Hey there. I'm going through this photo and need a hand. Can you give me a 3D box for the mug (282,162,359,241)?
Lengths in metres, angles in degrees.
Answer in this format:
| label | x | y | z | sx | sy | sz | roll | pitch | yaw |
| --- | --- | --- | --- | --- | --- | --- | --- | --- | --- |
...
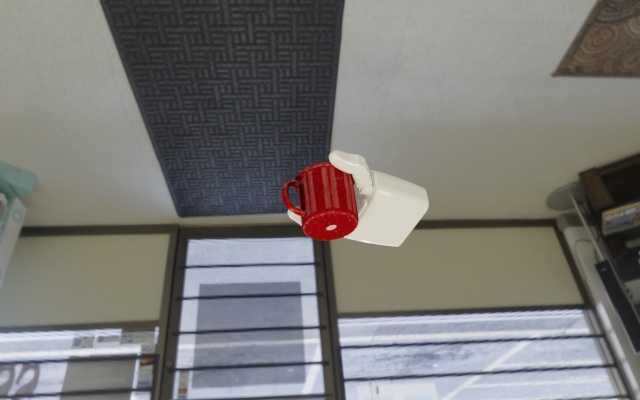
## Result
| label | x | y | z | sx | sy | sz | roll | pitch | yaw |
| --- | --- | --- | --- | --- | --- | --- | --- | --- | --- |
| mug | -0.001 | 0.002 | 0.684 | 0.117 | 0.081 | 0.093 | 13 | -39 | -27 |
